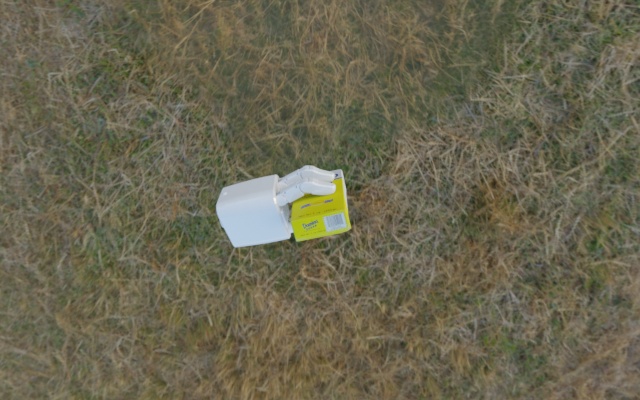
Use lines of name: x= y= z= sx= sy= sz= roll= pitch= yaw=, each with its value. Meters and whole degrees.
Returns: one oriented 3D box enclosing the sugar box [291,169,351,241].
sugar box: x=0.000 y=0.002 z=0.839 sx=0.093 sy=0.048 sz=0.176 roll=-12 pitch=27 yaw=5
